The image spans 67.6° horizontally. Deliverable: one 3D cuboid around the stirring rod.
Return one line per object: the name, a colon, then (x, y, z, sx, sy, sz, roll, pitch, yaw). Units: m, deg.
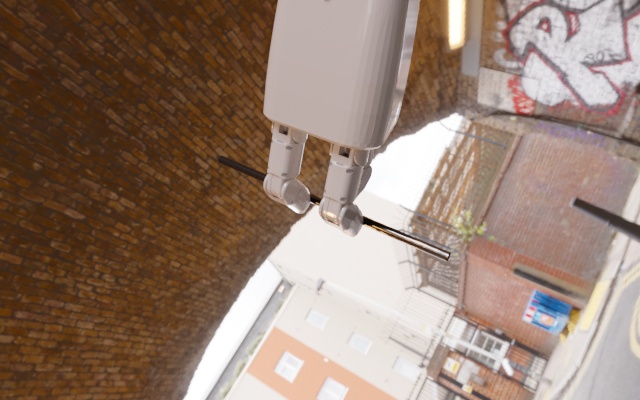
stirring rod: (0.000, 0.001, 0.423, 0.239, 0.011, 0.011, 23, 11, 26)
